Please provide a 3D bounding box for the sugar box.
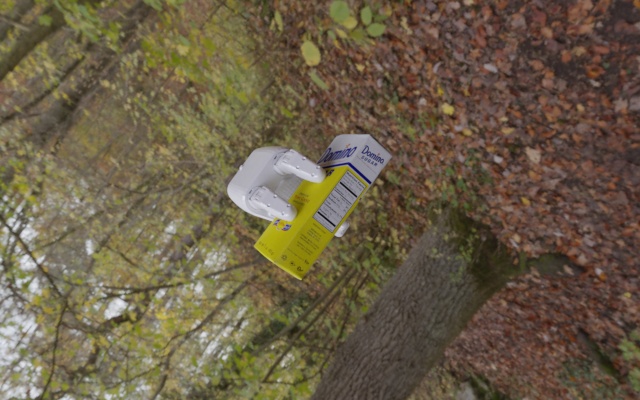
[{"bbox_3d":[0.000,0.002,0.557,0.048,0.176,0.093,37,-8,-22],"label":"sugar box"}]
